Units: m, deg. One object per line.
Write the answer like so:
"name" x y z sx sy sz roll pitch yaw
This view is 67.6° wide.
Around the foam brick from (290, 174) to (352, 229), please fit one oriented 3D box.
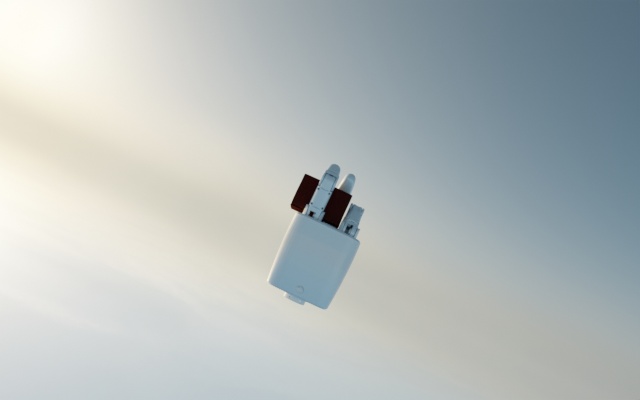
"foam brick" 0.000 0.002 0.698 0.078 0.051 0.053 25 -7 1
